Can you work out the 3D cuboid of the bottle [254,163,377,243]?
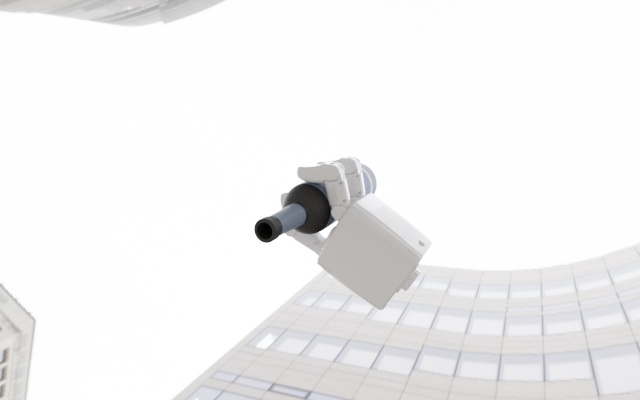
[{"bbox_3d":[0.000,0.002,0.635,0.069,0.069,0.295,0,12,24],"label":"bottle"}]
